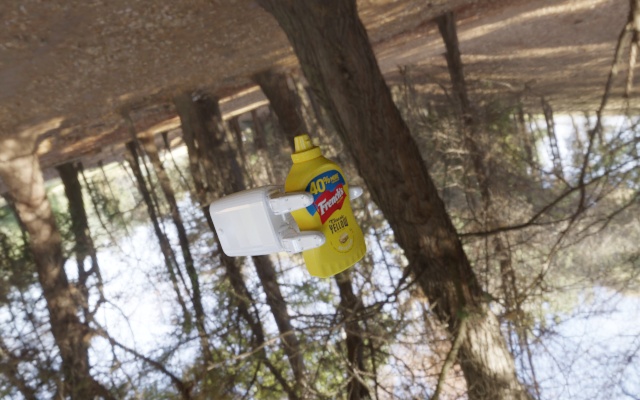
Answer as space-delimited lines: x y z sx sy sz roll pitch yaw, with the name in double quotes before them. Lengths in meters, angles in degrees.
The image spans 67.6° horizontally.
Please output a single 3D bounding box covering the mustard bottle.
"mustard bottle" 0.000 0.002 0.661 0.096 0.192 0.058 -25 14 -36
